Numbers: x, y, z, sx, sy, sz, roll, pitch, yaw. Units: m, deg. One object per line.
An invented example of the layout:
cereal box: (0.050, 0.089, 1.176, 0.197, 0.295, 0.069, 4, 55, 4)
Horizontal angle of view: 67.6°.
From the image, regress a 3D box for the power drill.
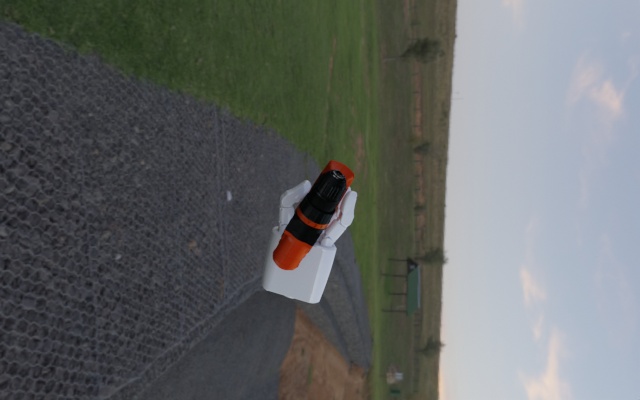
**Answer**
power drill: (0.000, 0.003, 0.758, 0.057, 0.184, 0.187, 34, 29, 0)
